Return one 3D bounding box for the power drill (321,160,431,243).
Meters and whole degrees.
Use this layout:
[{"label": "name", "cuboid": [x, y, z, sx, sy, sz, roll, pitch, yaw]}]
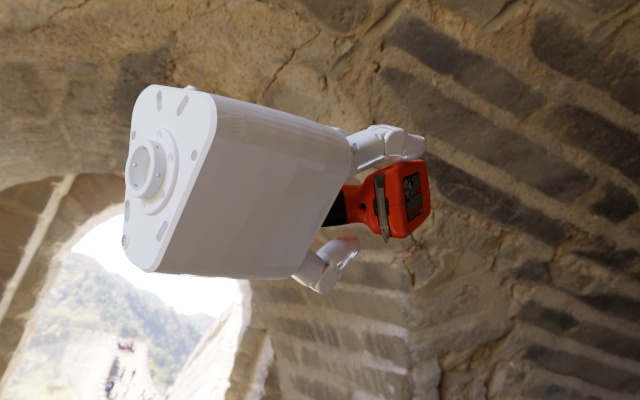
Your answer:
[{"label": "power drill", "cuboid": [0.000, 0.001, 0.436, 0.187, 0.057, 0.184, -6, 8, 25]}]
